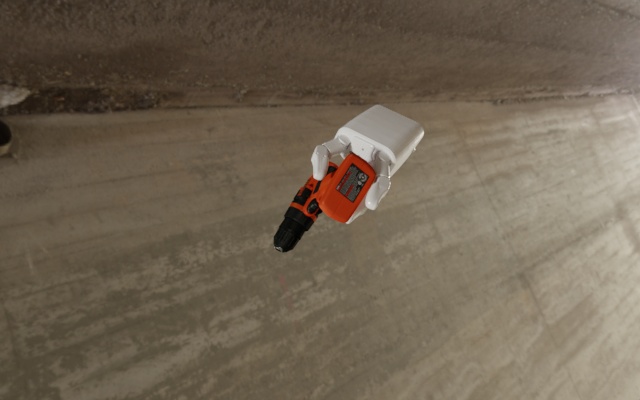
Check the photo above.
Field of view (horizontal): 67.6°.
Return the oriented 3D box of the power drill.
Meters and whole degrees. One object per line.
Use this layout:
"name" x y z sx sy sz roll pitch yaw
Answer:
"power drill" 0.000 0.002 0.769 0.057 0.184 0.187 36 -18 -16
